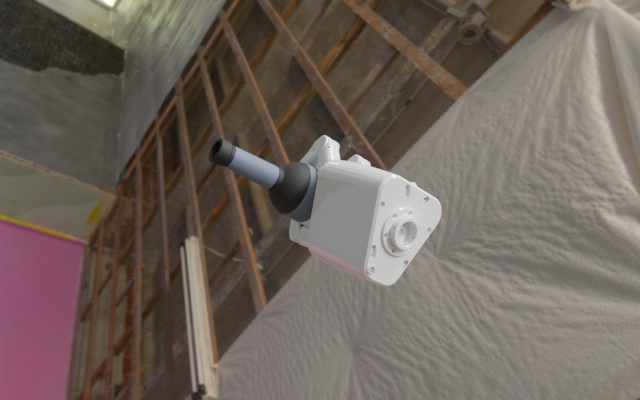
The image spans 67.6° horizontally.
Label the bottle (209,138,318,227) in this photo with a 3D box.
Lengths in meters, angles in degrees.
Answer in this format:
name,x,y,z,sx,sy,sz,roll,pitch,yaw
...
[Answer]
name,x,y,z,sx,sy,sz,roll,pitch,yaw
bottle,0.000,0.002,0.579,0.296,0.069,0.069,27,-16,-33
